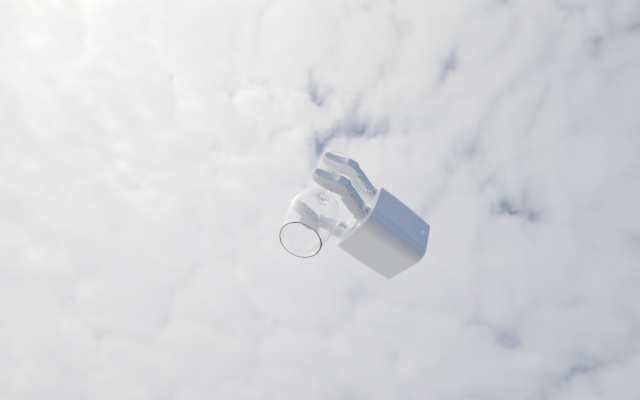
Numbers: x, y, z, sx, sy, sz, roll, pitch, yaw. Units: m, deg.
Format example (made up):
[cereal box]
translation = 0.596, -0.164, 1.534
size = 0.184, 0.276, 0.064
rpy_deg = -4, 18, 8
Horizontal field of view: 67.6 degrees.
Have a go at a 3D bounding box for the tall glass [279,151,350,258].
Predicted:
[tall glass]
translation = 0.000, 0.002, 0.734
size = 0.079, 0.079, 0.201
rpy_deg = 0, 32, 20
